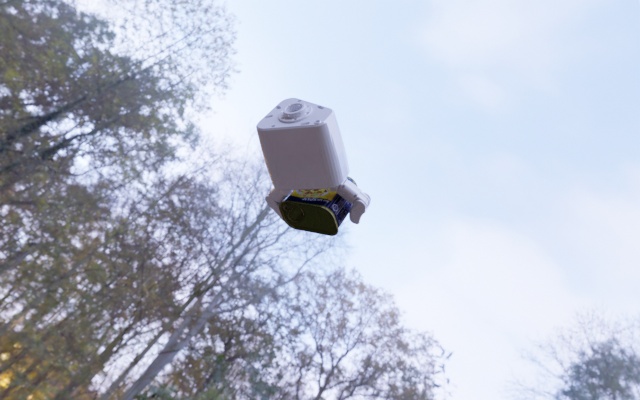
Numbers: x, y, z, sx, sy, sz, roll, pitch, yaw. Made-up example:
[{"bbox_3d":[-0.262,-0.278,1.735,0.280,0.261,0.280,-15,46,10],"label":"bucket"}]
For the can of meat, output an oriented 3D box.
[{"bbox_3d":[0.000,0.002,0.751,0.102,0.057,0.084,8,43,33],"label":"can of meat"}]
